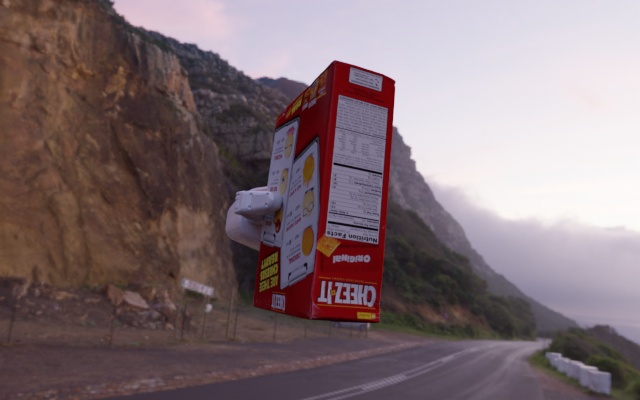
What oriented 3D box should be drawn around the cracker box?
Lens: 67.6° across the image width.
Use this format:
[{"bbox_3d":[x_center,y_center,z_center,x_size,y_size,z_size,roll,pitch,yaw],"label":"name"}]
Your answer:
[{"bbox_3d":[0.000,0.001,0.459,0.072,0.213,0.164,9,-11,-22],"label":"cracker box"}]
